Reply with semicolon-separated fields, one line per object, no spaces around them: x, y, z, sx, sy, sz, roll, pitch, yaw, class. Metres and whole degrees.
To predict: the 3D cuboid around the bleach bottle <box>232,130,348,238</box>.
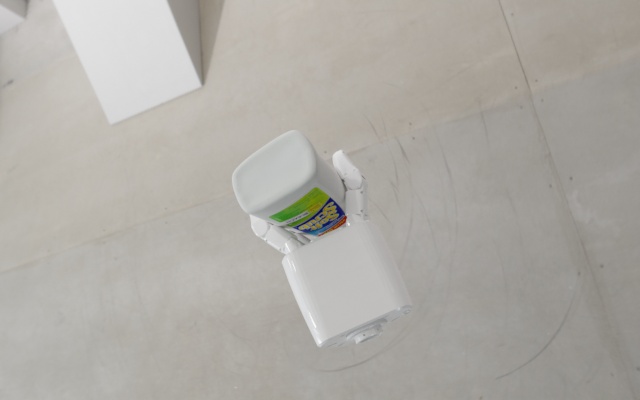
0.000;0.002;0.599;0.102;0.068;0.251;-31;-25;15;bleach bottle
